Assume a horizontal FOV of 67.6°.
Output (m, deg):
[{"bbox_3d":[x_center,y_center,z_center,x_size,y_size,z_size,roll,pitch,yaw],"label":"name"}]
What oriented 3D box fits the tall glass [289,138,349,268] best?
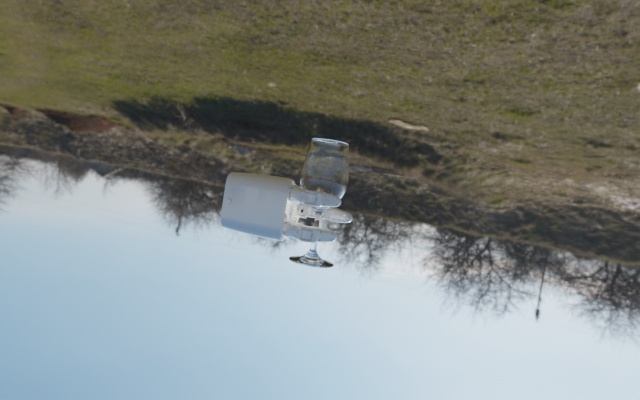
[{"bbox_3d":[0.000,0.003,0.774,0.079,0.201,0.079,9,3,0],"label":"tall glass"}]
